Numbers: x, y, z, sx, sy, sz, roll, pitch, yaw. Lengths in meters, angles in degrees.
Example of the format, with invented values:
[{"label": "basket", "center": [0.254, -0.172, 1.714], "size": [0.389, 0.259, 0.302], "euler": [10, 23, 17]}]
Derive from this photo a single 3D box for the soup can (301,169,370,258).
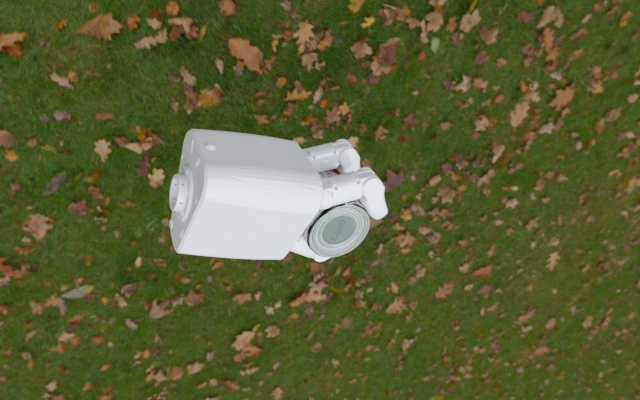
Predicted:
[{"label": "soup can", "center": [0.001, 0.002, 0.498], "size": [0.068, 0.068, 0.102], "euler": [0, 35, -27]}]
